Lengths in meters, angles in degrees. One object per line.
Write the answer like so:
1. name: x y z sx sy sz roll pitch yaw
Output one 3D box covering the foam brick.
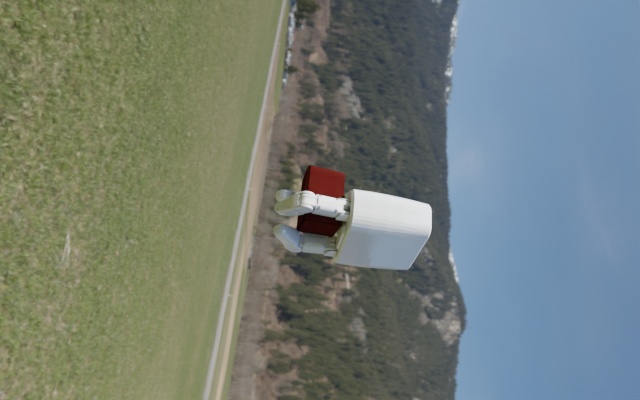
1. foam brick: 0.000 0.002 0.637 0.051 0.078 0.053 9 -23 -9
